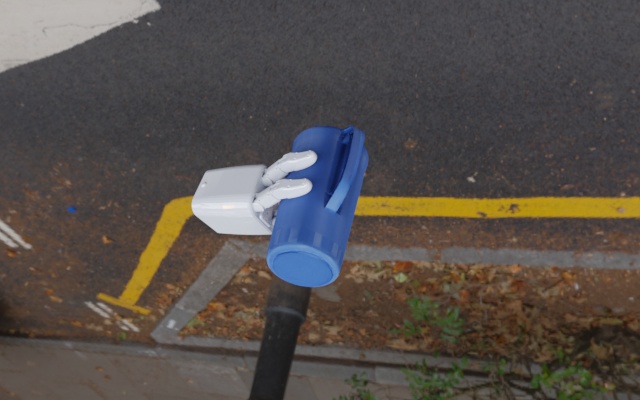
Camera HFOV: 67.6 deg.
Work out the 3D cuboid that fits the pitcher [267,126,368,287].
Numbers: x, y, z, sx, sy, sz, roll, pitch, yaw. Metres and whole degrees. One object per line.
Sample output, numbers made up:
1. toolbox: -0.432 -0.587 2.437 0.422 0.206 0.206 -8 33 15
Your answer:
1. pitcher: 0.000 0.002 0.744 0.145 0.242 0.149 -2 -41 18
